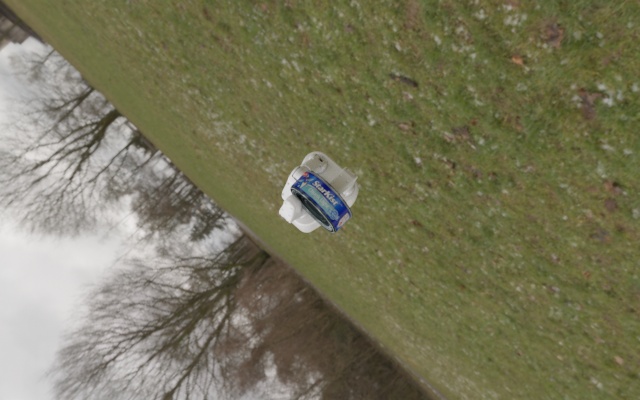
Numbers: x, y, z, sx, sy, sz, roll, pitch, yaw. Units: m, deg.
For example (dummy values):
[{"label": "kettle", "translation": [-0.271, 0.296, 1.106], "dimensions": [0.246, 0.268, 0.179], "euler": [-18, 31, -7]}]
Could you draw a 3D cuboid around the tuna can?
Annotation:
[{"label": "tuna can", "translation": [0.000, 0.002, 0.629], "dimensions": [0.033, 0.086, 0.086], "euler": [-44, 10, -11]}]
